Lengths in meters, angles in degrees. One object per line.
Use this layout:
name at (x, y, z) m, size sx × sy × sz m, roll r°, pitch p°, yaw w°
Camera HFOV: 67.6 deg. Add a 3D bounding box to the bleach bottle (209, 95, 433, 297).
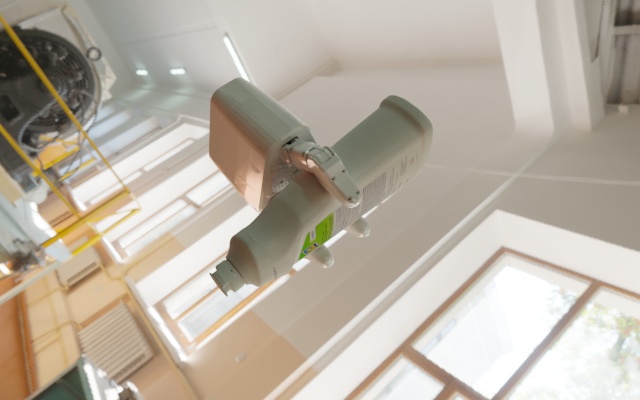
bleach bottle at (0.000, 0.002, 0.472) m, size 0.250 × 0.068 × 0.103 m, roll -37°, pitch -27°, yaw -20°
